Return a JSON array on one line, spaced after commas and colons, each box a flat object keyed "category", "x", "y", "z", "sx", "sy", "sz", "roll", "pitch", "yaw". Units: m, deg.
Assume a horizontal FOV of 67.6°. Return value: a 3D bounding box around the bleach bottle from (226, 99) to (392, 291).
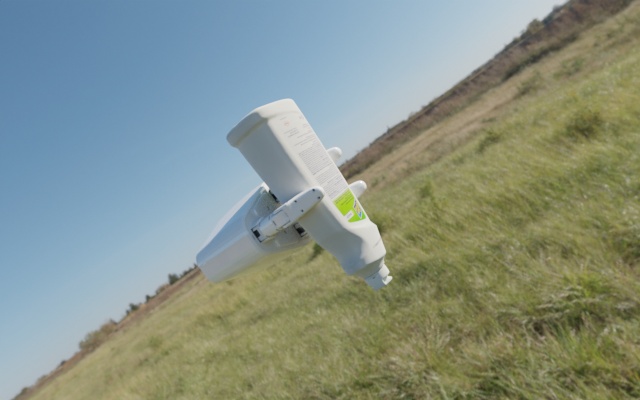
[{"category": "bleach bottle", "x": 0.000, "y": 0.002, "z": 0.570, "sx": 0.068, "sy": 0.251, "sz": 0.102, "roll": -34, "pitch": 2, "yaw": 33}]
